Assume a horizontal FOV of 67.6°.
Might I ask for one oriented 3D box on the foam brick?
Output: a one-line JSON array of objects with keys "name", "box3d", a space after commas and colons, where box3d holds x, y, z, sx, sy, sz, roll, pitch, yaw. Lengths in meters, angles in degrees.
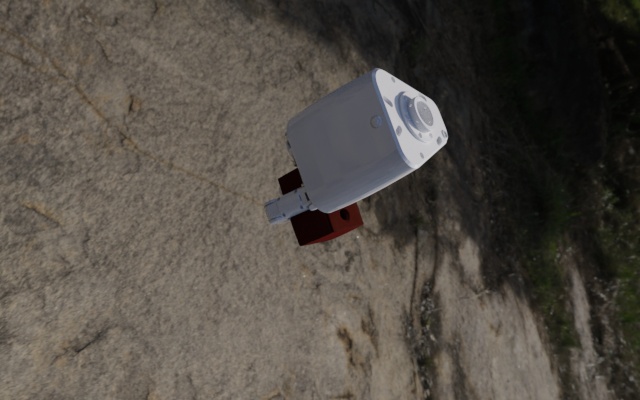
[{"name": "foam brick", "box3d": [0.000, 0.002, 0.497, 0.051, 0.078, 0.053, -25, -10, 38]}]
